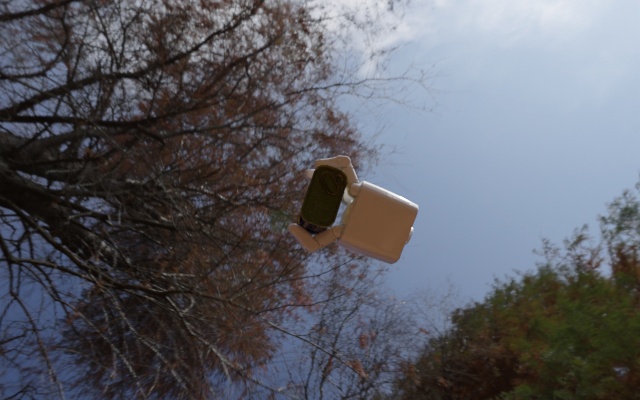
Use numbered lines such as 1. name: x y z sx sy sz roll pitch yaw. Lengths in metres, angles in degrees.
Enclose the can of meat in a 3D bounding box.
1. can of meat: 0.000 0.003 0.795 0.057 0.102 0.084 19 -17 -4
